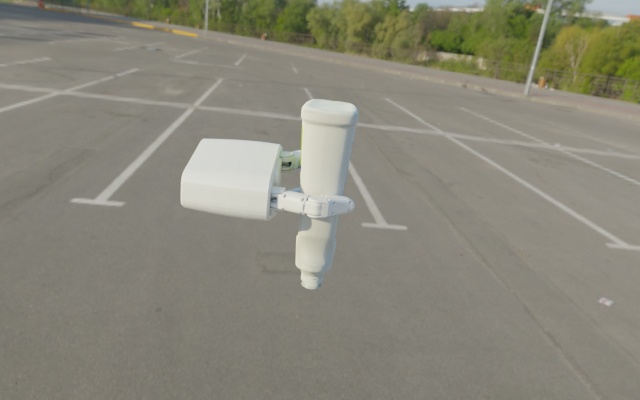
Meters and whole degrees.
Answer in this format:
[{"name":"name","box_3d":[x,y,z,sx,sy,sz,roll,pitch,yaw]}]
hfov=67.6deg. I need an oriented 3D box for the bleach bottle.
[{"name":"bleach bottle","box_3d":[0.000,0.002,0.618,0.068,0.251,0.102,7,19,2]}]
